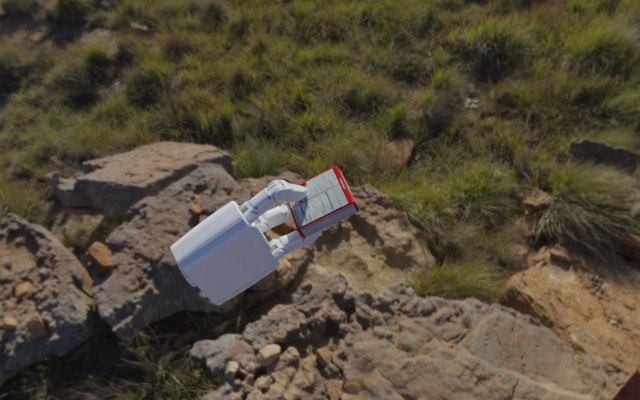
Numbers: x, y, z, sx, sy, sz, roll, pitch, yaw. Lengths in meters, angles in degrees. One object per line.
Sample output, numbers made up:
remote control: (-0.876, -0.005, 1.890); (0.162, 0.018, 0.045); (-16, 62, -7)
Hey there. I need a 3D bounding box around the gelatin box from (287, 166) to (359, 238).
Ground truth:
gelatin box: (0.000, 0.002, 0.674); (0.089, 0.073, 0.030); (-27, -39, 6)
